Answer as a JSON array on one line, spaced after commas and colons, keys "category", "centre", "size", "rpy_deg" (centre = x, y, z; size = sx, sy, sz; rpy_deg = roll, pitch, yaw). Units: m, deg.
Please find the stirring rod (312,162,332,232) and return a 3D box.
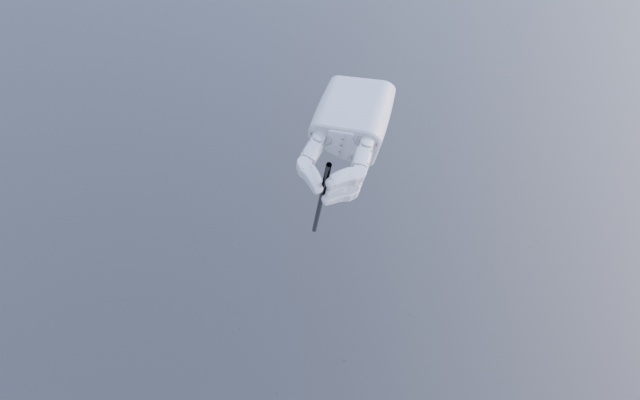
[{"category": "stirring rod", "centre": [0.000, 0.002, 0.737], "size": [0.011, 0.011, 0.240], "rpy_deg": [0, -24, -6]}]
